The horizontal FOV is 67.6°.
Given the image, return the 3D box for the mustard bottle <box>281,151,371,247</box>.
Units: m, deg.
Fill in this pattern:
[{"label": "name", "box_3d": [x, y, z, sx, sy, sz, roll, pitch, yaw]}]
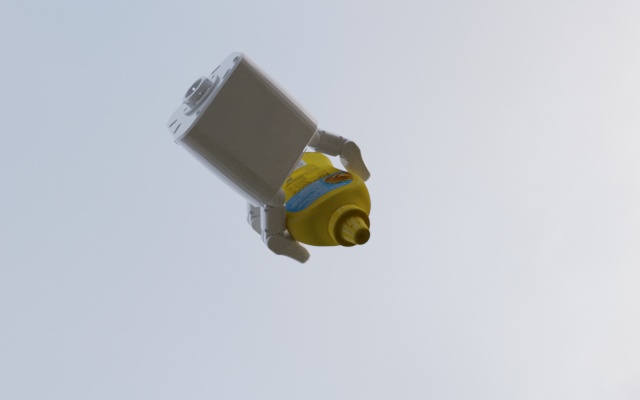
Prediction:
[{"label": "mustard bottle", "box_3d": [0.000, 0.002, 0.521, 0.096, 0.058, 0.191, -28, 28, -13]}]
